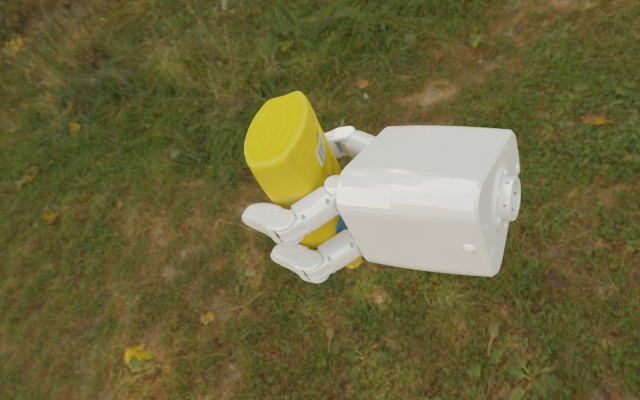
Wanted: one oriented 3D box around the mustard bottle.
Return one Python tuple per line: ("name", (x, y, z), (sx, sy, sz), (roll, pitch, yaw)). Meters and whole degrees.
("mustard bottle", (0.000, 0.001, 0.444), (0.058, 0.096, 0.192), (-14, -47, 18))
